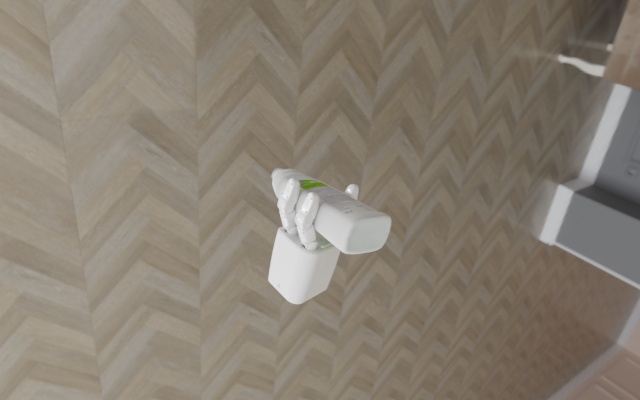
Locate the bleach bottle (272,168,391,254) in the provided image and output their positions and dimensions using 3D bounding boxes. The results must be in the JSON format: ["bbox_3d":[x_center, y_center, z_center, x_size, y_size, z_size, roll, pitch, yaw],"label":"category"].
[{"bbox_3d":[0.000,0.003,0.829,0.102,0.068,0.250,-4,27,-40],"label":"bleach bottle"}]
